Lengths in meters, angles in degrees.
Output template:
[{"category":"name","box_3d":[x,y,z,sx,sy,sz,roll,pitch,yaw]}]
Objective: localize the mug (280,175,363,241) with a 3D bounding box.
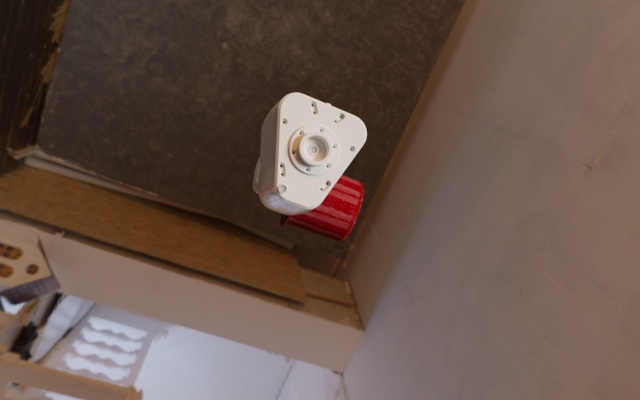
[{"category":"mug","box_3d":[0.000,0.002,0.623,0.081,0.093,0.117,20,-5,-11]}]
